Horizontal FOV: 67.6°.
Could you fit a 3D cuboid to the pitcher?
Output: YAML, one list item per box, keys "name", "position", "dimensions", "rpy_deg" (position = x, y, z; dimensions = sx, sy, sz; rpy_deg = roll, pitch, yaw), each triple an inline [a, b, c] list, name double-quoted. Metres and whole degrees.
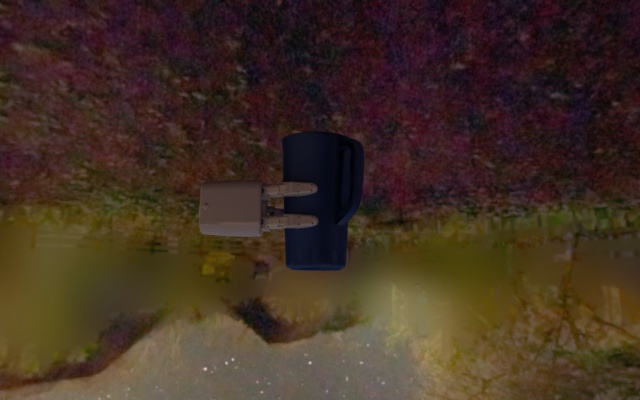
- name: "pitcher"
  position: [0.000, 0.003, 0.861]
  dimensions: [0.145, 0.242, 0.149]
  rpy_deg: [1, -10, -1]
